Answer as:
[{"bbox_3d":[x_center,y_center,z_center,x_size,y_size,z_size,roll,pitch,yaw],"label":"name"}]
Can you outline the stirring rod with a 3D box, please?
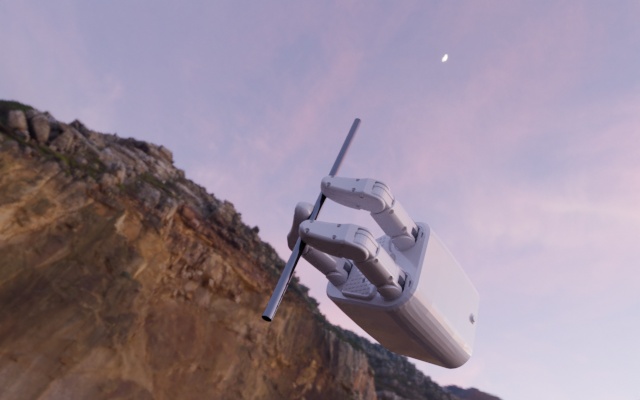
[{"bbox_3d":[0.000,0.002,0.421,0.011,0.239,0.011,14,-41,13],"label":"stirring rod"}]
